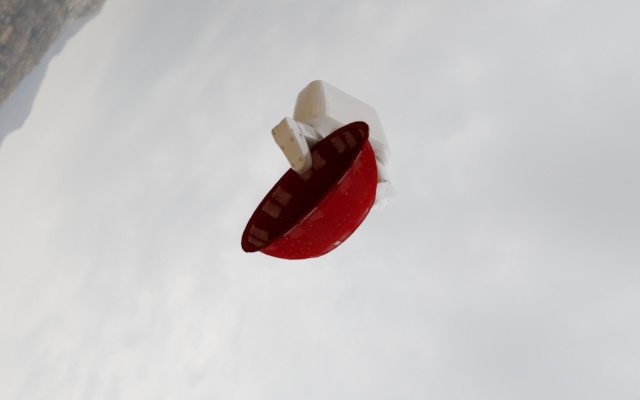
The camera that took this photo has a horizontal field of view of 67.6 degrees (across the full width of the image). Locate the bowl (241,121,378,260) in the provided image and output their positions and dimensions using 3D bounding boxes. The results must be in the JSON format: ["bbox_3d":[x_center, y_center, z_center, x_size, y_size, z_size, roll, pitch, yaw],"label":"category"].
[{"bbox_3d":[0.000,0.003,0.446,0.055,0.162,0.162,44,-16,-17],"label":"bowl"}]
